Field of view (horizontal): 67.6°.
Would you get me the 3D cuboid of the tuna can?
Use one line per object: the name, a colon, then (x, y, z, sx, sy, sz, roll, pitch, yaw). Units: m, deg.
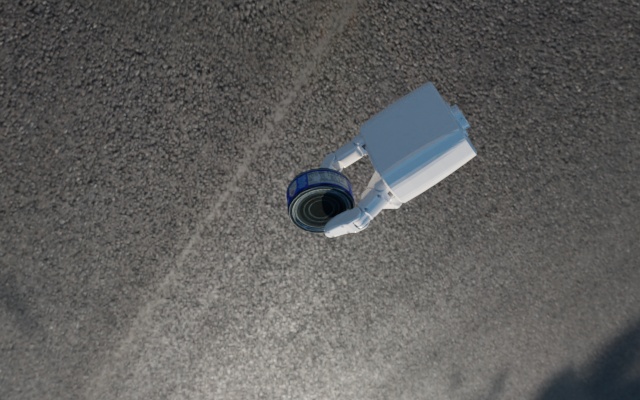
tuna can: (0.000, 0.002, 0.604, 0.086, 0.086, 0.033, 0, 44, -7)
